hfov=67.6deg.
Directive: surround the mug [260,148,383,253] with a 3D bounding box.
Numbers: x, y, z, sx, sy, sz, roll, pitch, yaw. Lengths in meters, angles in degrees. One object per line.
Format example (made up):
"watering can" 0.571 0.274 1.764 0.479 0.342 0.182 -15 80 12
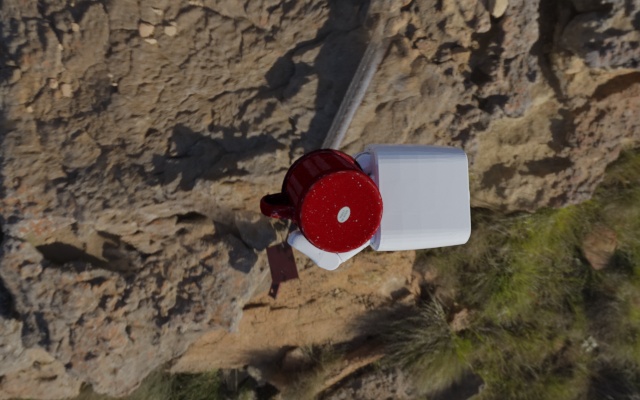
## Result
"mug" -0.001 0.002 0.463 0.117 0.093 0.081 -2 15 -10
